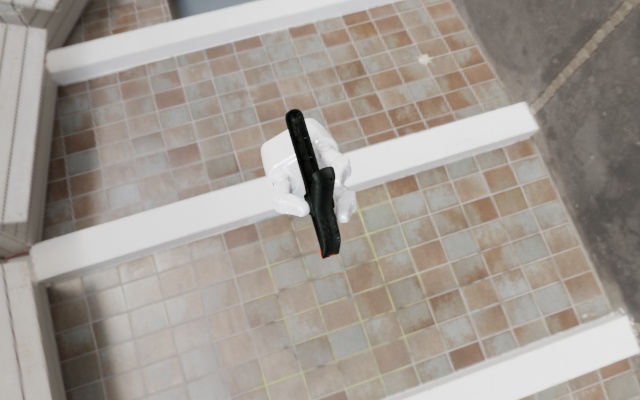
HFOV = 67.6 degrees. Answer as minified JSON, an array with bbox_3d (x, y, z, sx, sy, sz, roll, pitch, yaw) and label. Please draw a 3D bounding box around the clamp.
[{"bbox_3d":[-0.001,0.003,0.623,0.036,0.210,0.164,-16,31,-6],"label":"clamp"}]
